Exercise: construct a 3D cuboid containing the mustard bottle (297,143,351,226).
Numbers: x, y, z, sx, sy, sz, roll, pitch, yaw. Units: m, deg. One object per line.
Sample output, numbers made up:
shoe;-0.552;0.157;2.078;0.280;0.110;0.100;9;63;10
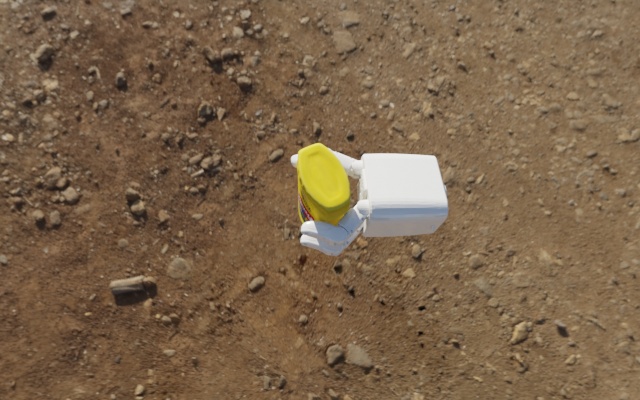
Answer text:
mustard bottle;0.000;0.002;0.682;0.058;0.096;0.192;-24;-18;-11
